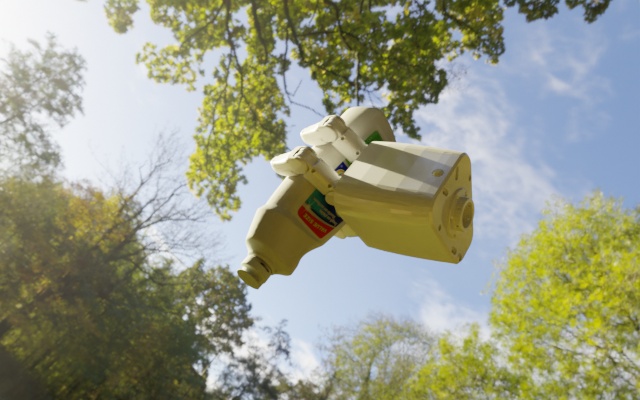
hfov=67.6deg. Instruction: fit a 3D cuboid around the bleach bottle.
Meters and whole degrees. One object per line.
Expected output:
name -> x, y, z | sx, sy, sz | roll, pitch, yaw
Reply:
bleach bottle -> 0.000, 0.002, 0.537 | 0.068, 0.103, 0.250 | 10, 48, 39
